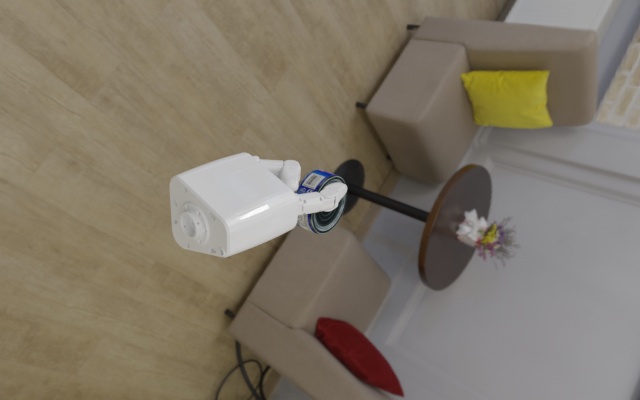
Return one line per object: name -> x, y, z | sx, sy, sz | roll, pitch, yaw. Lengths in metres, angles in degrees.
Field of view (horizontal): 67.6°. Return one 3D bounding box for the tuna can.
tuna can -> 0.001, 0.002, 0.655 | 0.033, 0.086, 0.086 | 19, 11, 32
